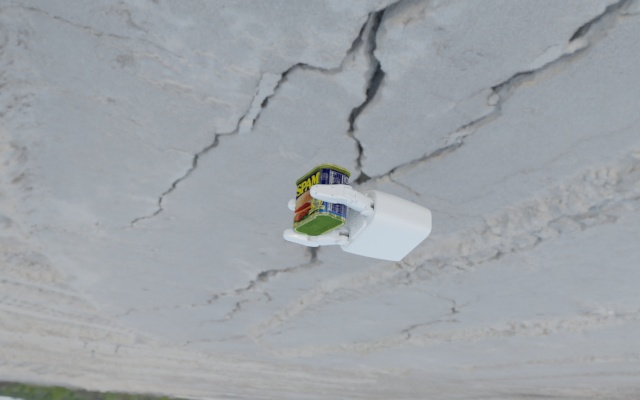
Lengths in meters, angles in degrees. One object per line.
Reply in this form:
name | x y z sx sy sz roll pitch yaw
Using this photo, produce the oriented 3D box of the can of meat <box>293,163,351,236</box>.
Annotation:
can of meat | 0.000 0.003 0.737 0.057 0.084 0.102 18 -27 -27
